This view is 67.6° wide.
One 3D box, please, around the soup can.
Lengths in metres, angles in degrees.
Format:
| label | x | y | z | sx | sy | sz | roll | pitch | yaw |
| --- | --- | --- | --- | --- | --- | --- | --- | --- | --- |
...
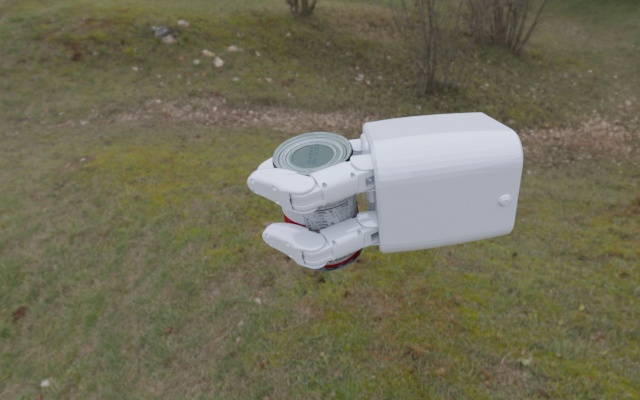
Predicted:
| label | x | y | z | sx | sy | sz | roll | pitch | yaw |
| --- | --- | --- | --- | --- | --- | --- | --- | --- | --- |
| soup can | 0.000 | 0.001 | 0.411 | 0.068 | 0.102 | 0.068 | -6 | 37 | 5 |
